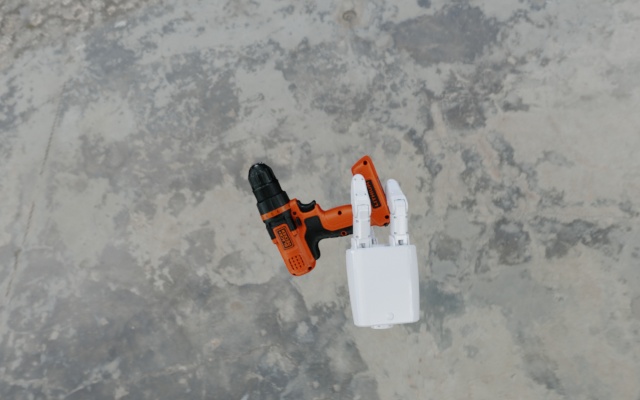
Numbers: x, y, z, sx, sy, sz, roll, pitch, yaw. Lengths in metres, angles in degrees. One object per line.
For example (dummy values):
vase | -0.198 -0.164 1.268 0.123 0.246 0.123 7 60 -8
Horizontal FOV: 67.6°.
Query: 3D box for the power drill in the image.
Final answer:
power drill | 0.001 0.002 0.715 0.187 0.184 0.057 -23 7 13
